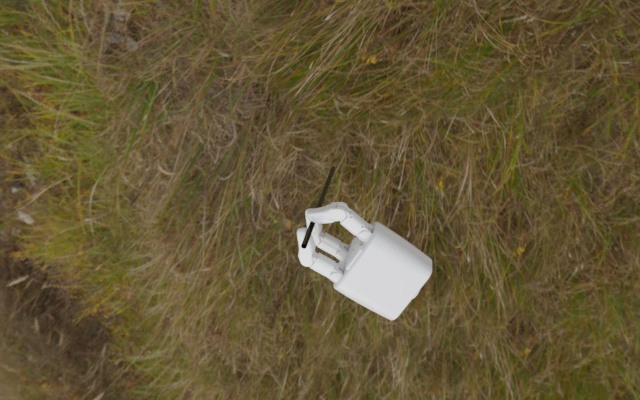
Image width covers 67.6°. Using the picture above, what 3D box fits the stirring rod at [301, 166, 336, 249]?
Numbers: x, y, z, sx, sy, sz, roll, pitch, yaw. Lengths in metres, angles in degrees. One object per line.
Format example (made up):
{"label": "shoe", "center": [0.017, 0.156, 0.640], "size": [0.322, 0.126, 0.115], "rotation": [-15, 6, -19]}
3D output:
{"label": "stirring rod", "center": [0.000, 0.002, 0.750], "size": [0.011, 0.011, 0.239], "rotation": [0, 30, 13]}
